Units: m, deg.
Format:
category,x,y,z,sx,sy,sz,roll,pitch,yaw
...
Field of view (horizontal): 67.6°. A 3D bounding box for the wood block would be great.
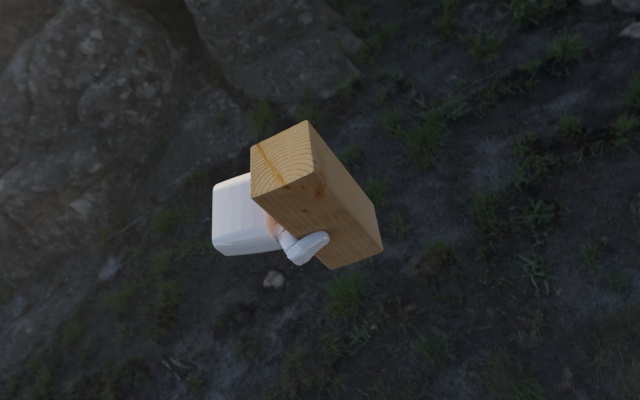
category,x,y,z,sx,sy,sz,roll,pitch,yaw
wood block,0.000,0.002,0.652,0.090,0.090,0.206,-22,-41,19
